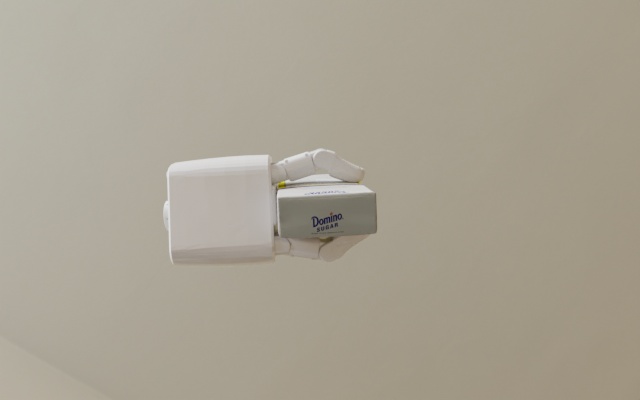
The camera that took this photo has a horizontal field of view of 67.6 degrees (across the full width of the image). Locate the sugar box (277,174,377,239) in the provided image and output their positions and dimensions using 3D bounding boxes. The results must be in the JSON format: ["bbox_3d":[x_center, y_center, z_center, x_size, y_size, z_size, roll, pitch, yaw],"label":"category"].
[{"bbox_3d":[0.000,0.002,0.518,0.093,0.048,0.176,-3,11,-3],"label":"sugar box"}]
